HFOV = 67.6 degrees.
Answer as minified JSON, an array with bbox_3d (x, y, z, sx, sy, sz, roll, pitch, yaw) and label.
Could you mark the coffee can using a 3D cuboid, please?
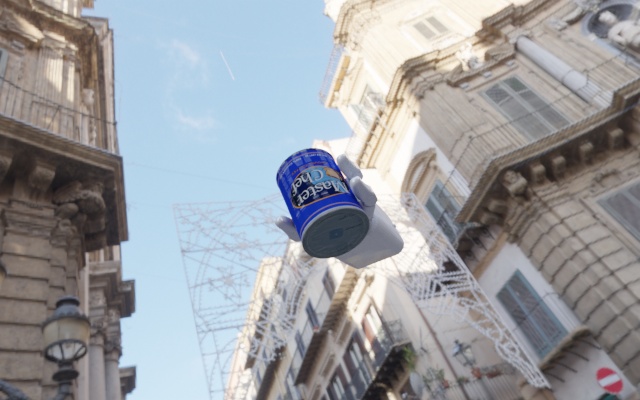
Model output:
[{"bbox_3d":[0.000,0.002,0.724,0.103,0.103,0.140,0,42,-26],"label":"coffee can"}]
